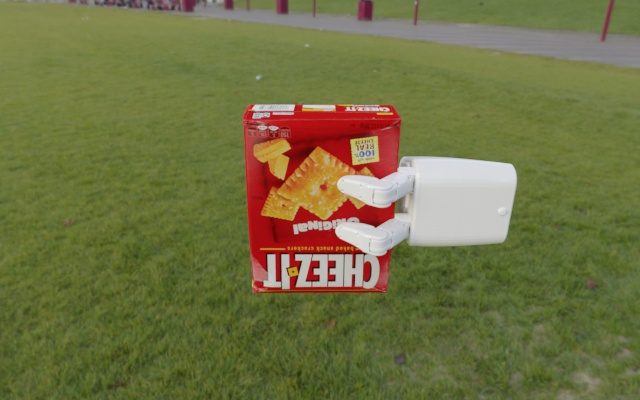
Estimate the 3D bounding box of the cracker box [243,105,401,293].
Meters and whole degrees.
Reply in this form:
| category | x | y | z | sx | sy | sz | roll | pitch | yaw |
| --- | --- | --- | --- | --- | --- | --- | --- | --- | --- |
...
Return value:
| category | x | y | z | sx | sy | sz | roll | pitch | yaw |
| --- | --- | --- | --- | --- | --- | --- | --- | --- | --- |
| cracker box | 0.000 | 0.002 | 0.546 | 0.164 | 0.214 | 0.072 | 0 | 24 | -1 |
